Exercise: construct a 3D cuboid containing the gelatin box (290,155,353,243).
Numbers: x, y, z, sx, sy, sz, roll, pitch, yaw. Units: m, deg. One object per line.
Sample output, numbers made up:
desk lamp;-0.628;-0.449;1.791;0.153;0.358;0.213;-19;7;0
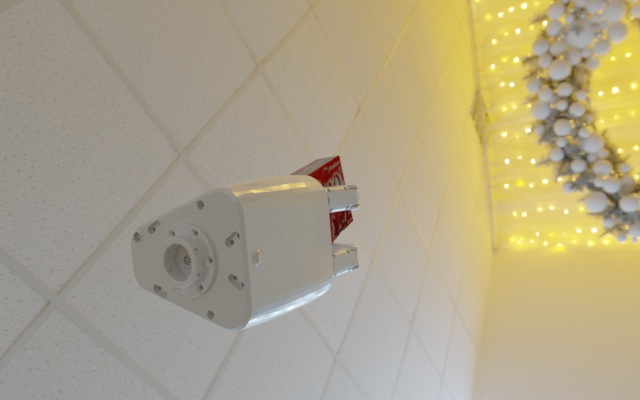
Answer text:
gelatin box;0.000;0.001;0.470;0.030;0.073;0.089;-7;14;25
